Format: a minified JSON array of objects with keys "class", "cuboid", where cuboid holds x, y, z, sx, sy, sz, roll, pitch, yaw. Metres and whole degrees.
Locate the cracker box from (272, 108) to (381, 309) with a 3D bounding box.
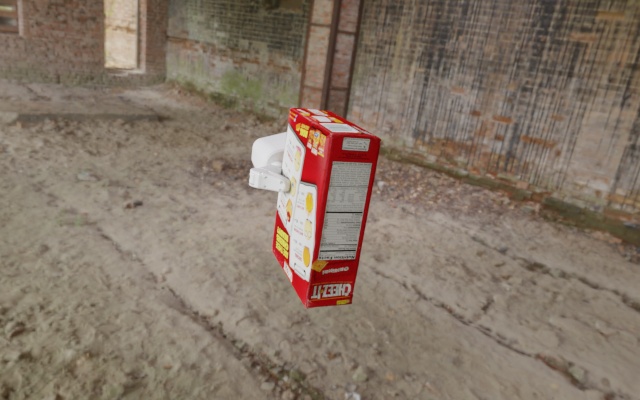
[{"class":"cracker box","cuboid":[0.000,0.002,0.612,0.072,0.214,0.164,1,19,-21]}]
